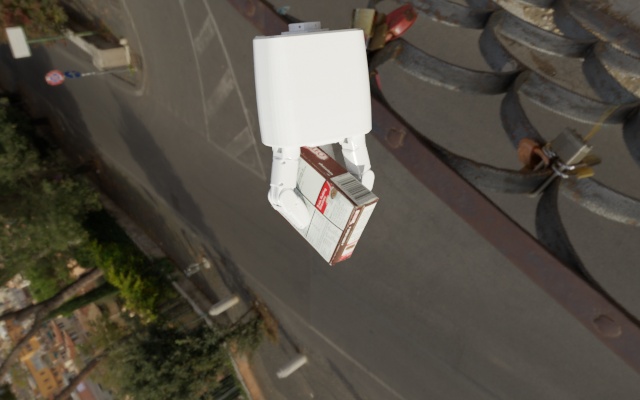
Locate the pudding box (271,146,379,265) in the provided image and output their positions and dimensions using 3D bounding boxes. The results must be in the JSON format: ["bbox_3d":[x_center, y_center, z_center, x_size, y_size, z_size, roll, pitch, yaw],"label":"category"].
[{"bbox_3d":[0.000,0.002,0.534,0.039,0.090,0.113,-18,51,-41],"label":"pudding box"}]
